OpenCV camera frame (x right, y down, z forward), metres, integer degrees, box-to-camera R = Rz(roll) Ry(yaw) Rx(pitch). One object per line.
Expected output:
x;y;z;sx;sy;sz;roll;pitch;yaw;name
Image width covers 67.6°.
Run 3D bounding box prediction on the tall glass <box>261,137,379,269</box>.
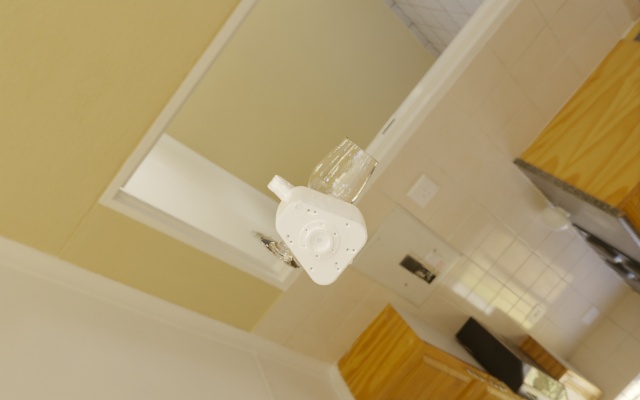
0.000;0.003;0.714;0.079;0.201;0.079;38;7;-6;tall glass
